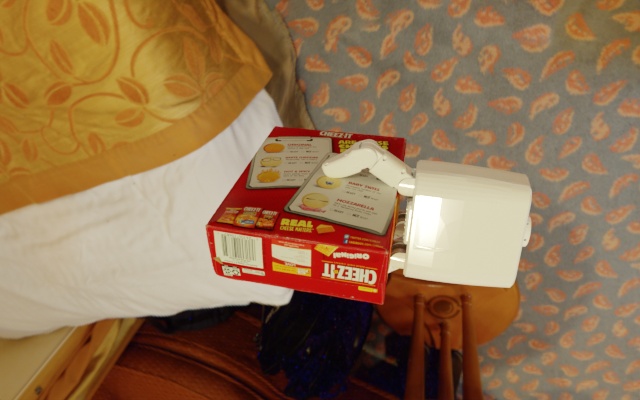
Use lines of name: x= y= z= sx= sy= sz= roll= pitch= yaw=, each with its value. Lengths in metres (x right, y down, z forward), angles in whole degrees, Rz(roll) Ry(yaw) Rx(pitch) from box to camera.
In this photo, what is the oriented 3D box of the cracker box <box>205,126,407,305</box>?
cracker box: x=0.000 y=0.002 z=0.505 sx=0.164 sy=0.072 sz=0.213 roll=7 pitch=34 yaw=10
